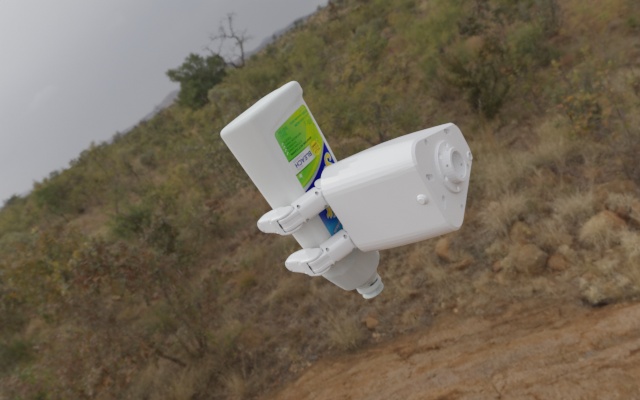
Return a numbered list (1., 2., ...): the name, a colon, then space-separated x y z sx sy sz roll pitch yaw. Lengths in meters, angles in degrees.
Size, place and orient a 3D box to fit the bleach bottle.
1. bleach bottle: 0.000 0.002 0.531 0.068 0.251 0.102 -17 24 42
